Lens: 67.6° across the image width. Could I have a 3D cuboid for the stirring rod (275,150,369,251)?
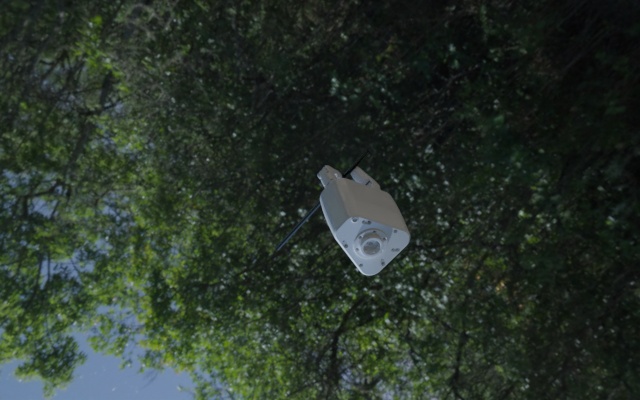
[{"bbox_3d":[0.000,0.003,0.826,0.011,0.239,0.011,38,17,-14],"label":"stirring rod"}]
